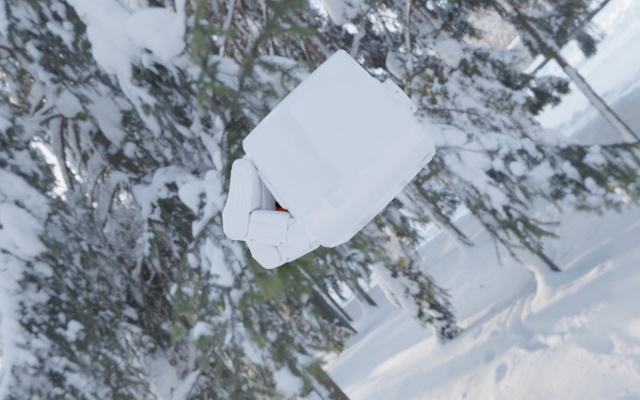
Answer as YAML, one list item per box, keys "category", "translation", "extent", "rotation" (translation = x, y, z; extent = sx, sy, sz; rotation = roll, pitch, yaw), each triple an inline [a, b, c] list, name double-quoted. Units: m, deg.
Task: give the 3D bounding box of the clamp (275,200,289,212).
- category: "clamp"
  translation: [0.000, 0.001, 0.476]
  extent: [0.120, 0.039, 0.171]
  rotation: [-41, -6, 11]
